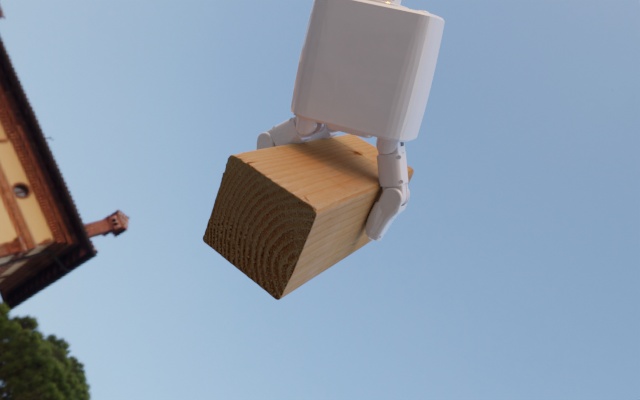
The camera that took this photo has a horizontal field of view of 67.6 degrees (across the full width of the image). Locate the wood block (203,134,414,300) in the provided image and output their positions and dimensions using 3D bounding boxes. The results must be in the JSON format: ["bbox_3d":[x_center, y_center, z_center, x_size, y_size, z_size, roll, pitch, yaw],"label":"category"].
[{"bbox_3d":[0.001,0.001,0.460,0.091,0.090,0.206,33,26,21],"label":"wood block"}]
